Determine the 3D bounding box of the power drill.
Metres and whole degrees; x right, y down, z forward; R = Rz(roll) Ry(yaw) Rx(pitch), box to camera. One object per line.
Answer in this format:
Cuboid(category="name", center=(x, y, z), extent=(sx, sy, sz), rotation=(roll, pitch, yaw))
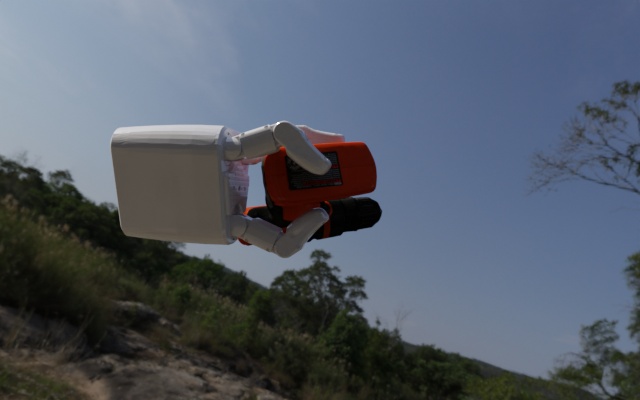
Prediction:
Cuboid(category="power drill", center=(0.000, 0.002, 0.525), extent=(0.184, 0.057, 0.188), rotation=(-8, -19, -14))
